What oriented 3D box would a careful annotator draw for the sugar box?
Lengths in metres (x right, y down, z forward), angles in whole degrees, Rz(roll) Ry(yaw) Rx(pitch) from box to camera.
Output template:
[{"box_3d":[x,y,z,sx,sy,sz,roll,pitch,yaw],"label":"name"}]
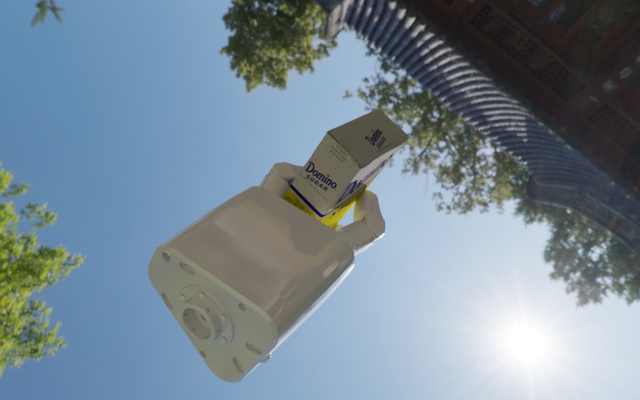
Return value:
[{"box_3d":[0.000,0.002,0.440,0.093,0.048,0.176,-33,-13,-51],"label":"sugar box"}]
